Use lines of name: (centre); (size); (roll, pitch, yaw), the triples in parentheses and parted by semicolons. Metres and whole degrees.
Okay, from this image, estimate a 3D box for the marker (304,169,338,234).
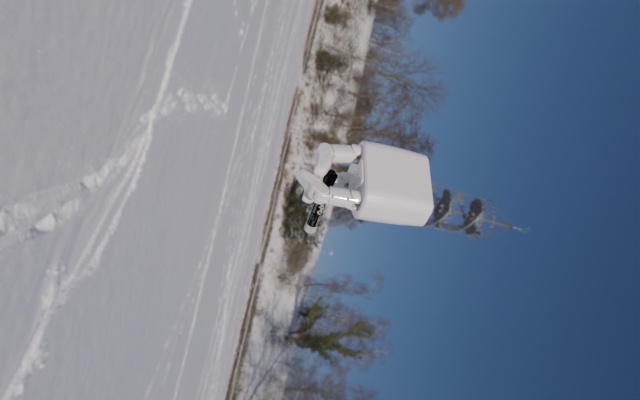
marker: (0.000, 0.002, 0.692); (0.020, 0.020, 0.121); (0, -44, -22)
